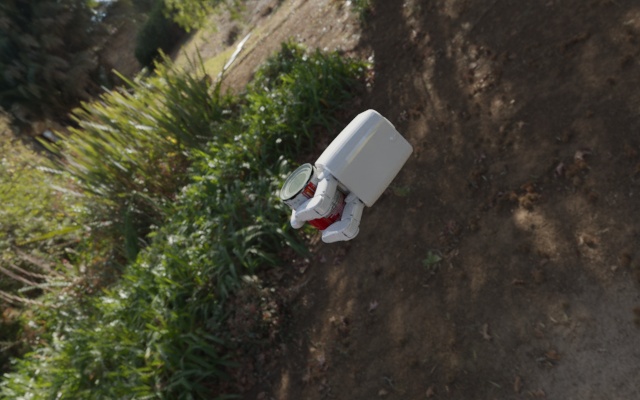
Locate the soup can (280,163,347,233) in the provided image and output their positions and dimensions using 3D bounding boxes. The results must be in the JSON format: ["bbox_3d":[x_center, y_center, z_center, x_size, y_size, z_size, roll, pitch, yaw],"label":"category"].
[{"bbox_3d":[0.000,0.002,0.697,0.102,0.068,0.068,40,-20,-25],"label":"soup can"}]
